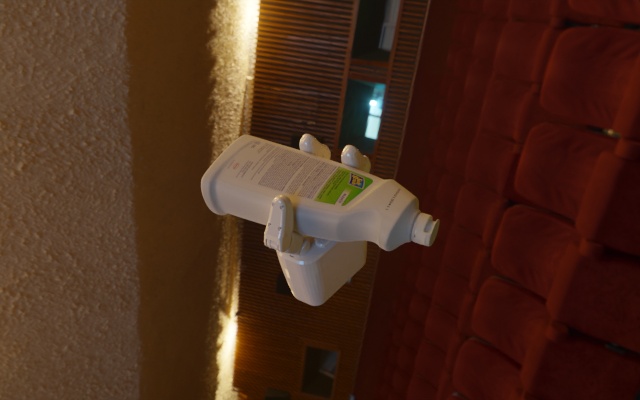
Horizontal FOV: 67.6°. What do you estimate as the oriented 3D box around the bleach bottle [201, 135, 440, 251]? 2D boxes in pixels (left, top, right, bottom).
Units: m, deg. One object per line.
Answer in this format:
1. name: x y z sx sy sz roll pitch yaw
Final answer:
1. bleach bottle: 0.000 0.002 0.518 0.251 0.102 0.068 19 -36 23
